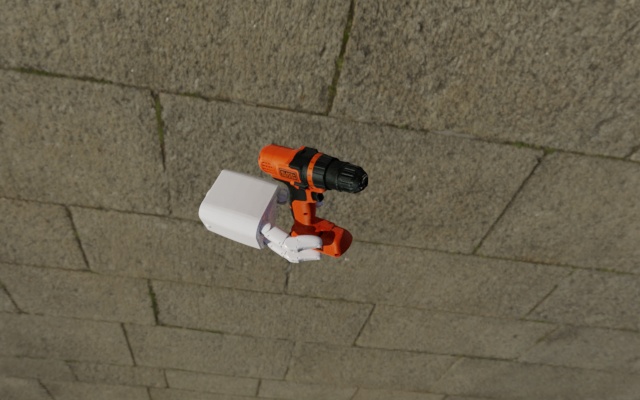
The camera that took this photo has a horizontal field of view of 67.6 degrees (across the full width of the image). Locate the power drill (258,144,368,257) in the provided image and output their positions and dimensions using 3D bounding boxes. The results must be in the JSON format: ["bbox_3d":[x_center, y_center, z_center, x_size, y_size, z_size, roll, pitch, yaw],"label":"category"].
[{"bbox_3d":[0.000,0.003,0.748,0.184,0.188,0.057,18,48,32],"label":"power drill"}]
